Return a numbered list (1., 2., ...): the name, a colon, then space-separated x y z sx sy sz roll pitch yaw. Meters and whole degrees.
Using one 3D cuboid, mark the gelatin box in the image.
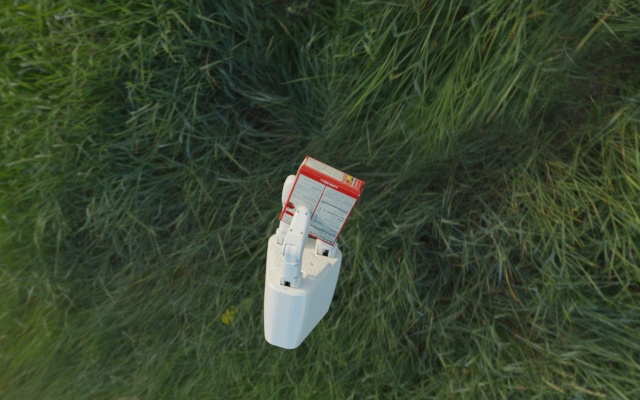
1. gelatin box: 0.000 0.002 0.555 0.073 0.089 0.030 25 39 0
